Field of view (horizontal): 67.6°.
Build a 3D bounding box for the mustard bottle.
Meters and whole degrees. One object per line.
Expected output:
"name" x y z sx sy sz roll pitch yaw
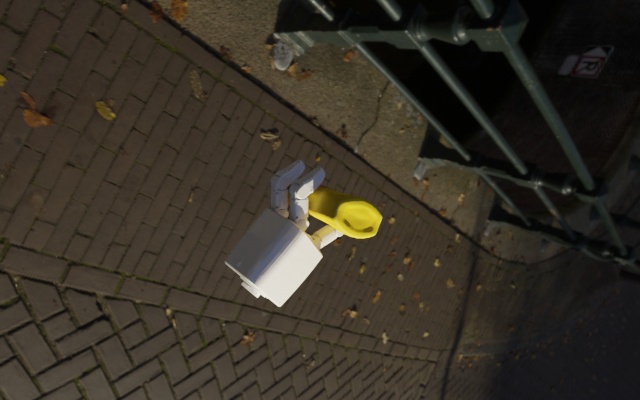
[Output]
"mustard bottle" 0.000 0.002 0.747 0.096 0.058 0.191 18 3 -40
